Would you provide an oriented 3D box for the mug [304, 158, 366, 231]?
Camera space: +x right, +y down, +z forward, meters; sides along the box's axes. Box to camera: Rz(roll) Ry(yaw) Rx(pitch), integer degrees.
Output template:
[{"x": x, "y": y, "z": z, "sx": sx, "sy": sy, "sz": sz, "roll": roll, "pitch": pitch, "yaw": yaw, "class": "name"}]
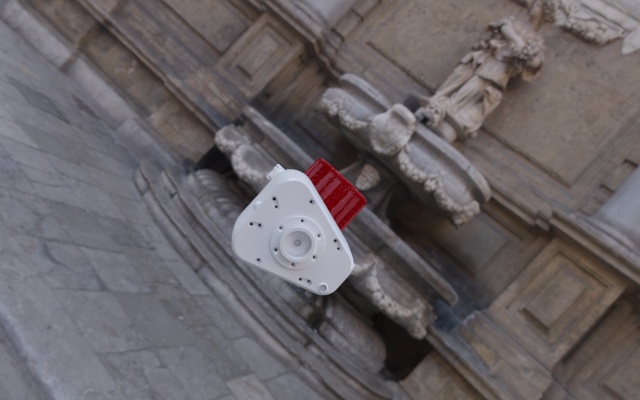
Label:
[{"x": 0.000, "y": 0.002, "z": 0.596, "sx": 0.093, "sy": 0.081, "sz": 0.117, "roll": 43, "pitch": 1, "yaw": -10, "class": "mug"}]
